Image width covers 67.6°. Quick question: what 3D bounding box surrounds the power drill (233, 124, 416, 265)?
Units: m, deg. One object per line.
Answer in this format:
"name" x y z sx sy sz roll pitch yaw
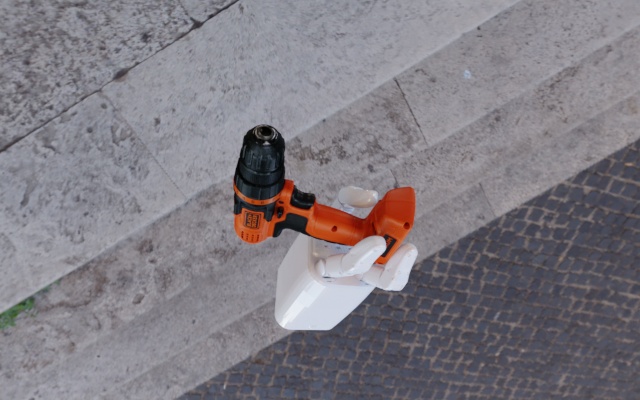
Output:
"power drill" 0.000 0.002 0.507 0.187 0.057 0.184 14 -32 -4
